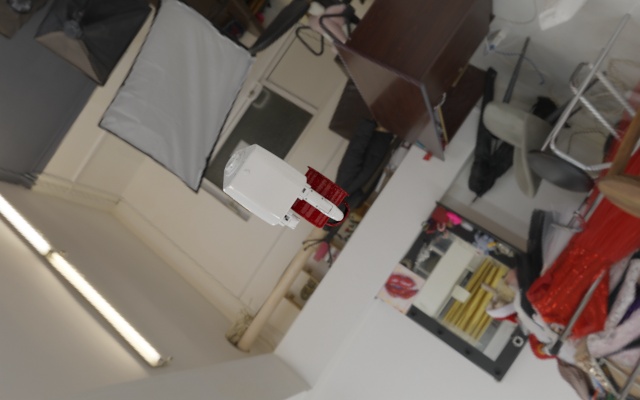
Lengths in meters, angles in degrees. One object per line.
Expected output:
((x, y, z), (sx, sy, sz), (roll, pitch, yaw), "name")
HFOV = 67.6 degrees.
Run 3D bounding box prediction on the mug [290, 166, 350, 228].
((0.001, 0.004, 0.873), (0.117, 0.081, 0.093), (36, 0, -23), "mug")
